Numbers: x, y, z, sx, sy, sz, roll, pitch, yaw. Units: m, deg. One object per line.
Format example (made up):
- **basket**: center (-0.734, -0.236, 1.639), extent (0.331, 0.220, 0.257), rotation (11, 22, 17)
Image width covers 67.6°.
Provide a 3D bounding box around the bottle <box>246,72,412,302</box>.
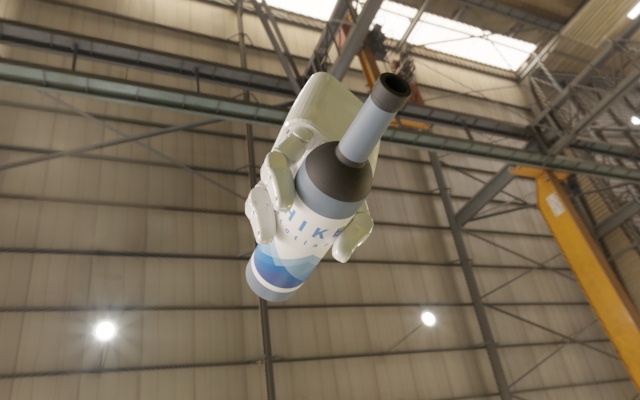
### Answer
- **bottle**: center (0.000, 0.002, 0.457), extent (0.069, 0.069, 0.296), rotation (0, -37, -28)
